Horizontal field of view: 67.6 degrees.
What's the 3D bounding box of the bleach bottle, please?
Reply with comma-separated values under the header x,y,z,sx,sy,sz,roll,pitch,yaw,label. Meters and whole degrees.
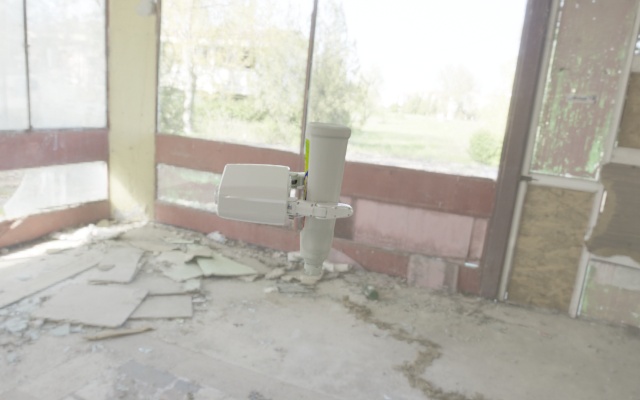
x,y,z,sx,sy,sz,roll,pitch,yaw,label
0.000,0.002,0.774,0.068,0.251,0.102,4,12,-6,bleach bottle
